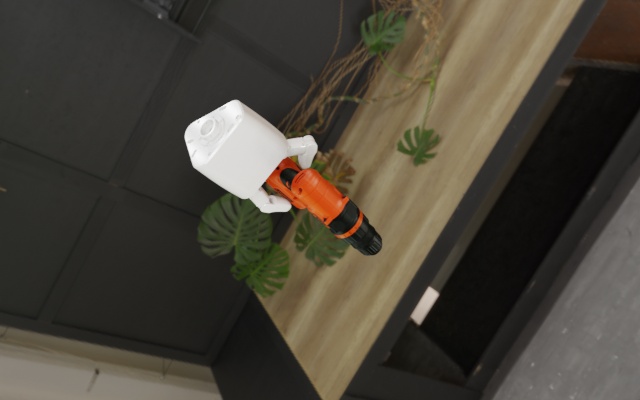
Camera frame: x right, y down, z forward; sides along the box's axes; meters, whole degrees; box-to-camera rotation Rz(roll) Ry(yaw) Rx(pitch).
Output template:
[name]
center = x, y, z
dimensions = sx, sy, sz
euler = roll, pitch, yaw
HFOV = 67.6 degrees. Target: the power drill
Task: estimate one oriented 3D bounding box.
[power drill]
center = 0.000, 0.002, 0.743
dimensions = 0.184, 0.057, 0.187
euler = 45, -8, -32
